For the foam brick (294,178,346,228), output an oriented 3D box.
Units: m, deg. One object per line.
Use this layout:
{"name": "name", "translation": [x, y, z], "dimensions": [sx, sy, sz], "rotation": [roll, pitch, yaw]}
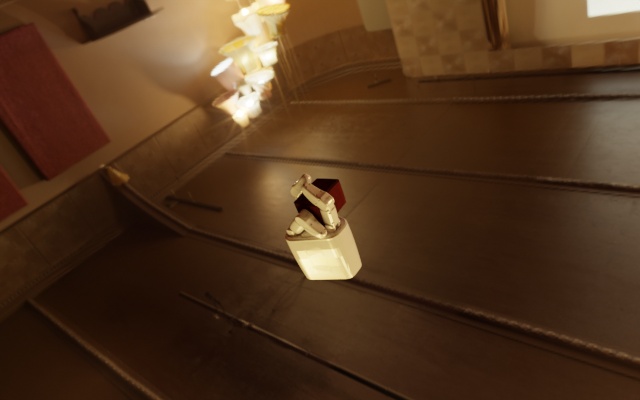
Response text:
{"name": "foam brick", "translation": [0.000, 0.003, 0.857], "dimensions": [0.053, 0.051, 0.078], "rotation": [7, 42, 40]}
